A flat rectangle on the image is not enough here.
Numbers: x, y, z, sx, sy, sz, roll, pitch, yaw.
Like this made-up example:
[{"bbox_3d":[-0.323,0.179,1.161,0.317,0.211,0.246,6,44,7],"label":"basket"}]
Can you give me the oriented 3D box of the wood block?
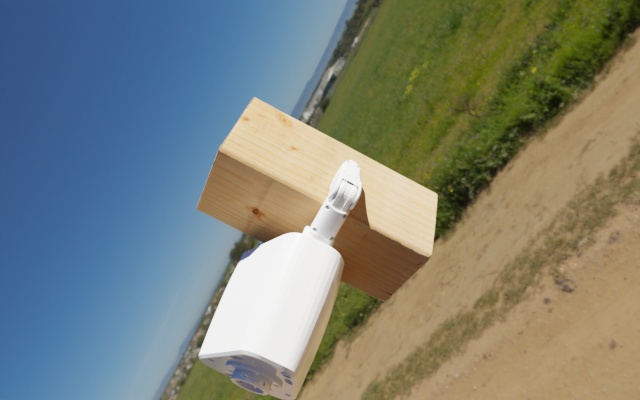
[{"bbox_3d":[0.000,0.002,0.467,0.206,0.090,0.091,27,-46,-7],"label":"wood block"}]
